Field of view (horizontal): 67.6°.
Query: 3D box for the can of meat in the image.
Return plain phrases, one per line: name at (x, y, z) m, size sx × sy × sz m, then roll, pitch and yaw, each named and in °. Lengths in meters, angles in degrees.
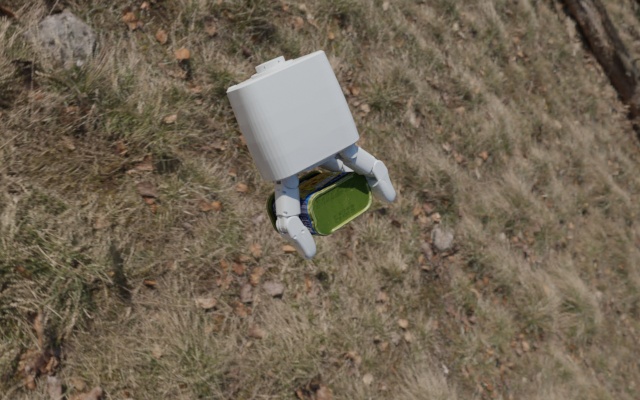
can of meat at (0.000, 0.002, 0.579) m, size 0.102 × 0.057 × 0.084 m, roll -31°, pitch 20°, yaw -35°
